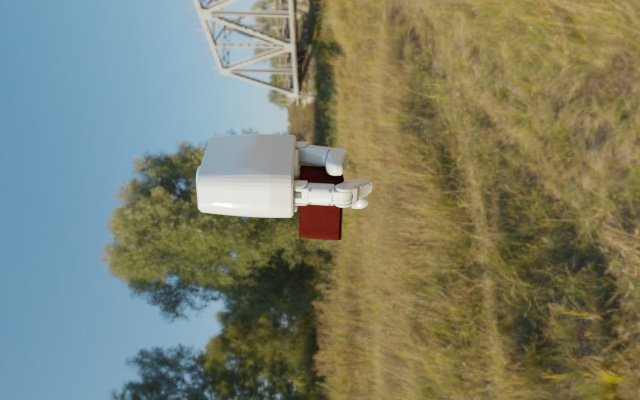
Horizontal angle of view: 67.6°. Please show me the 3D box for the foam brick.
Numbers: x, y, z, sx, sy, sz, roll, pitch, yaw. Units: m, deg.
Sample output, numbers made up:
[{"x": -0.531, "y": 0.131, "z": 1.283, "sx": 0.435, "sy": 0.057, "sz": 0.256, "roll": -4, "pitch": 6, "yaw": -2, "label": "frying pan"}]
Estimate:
[{"x": 0.000, "y": 0.002, "z": 0.576, "sx": 0.051, "sy": 0.078, "sz": 0.053, "roll": 1, "pitch": 21, "yaw": -1, "label": "foam brick"}]
